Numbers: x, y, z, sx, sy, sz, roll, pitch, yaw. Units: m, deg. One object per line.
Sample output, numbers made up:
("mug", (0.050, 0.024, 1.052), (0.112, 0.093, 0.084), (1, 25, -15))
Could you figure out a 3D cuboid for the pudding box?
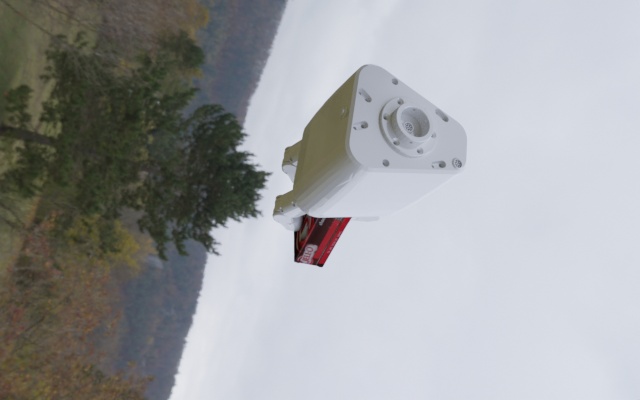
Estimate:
("pudding box", (0.000, 0.002, 0.520), (0.039, 0.090, 0.113), (16, 38, -15))
